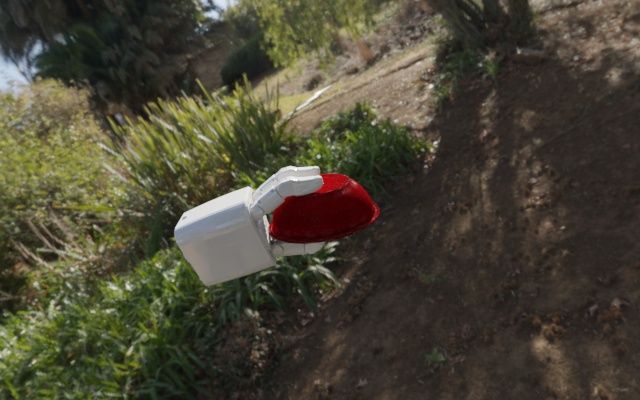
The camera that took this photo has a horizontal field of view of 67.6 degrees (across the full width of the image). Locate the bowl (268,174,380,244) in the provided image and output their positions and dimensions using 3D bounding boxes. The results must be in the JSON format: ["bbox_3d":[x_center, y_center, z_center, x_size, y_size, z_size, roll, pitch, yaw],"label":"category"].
[{"bbox_3d":[0.001,0.001,0.674,0.162,0.055,0.162,-9,19,3],"label":"bowl"}]
